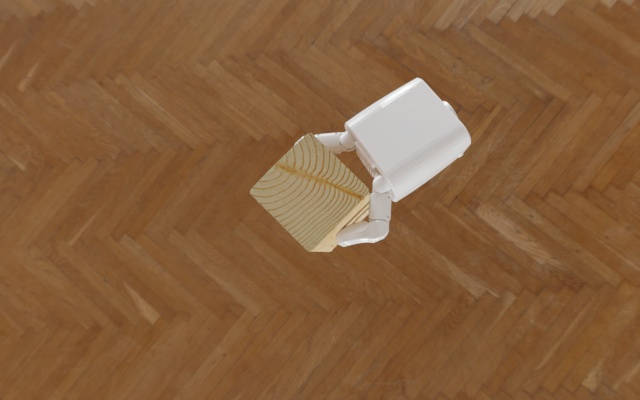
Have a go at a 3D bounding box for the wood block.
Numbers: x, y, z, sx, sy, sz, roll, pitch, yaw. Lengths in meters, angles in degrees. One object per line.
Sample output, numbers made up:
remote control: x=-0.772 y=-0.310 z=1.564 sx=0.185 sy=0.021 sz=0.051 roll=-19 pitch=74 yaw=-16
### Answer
wood block: x=0.000 y=0.001 z=0.579 sx=0.091 sy=0.090 sz=0.206 roll=45 pitch=0 yaw=9
